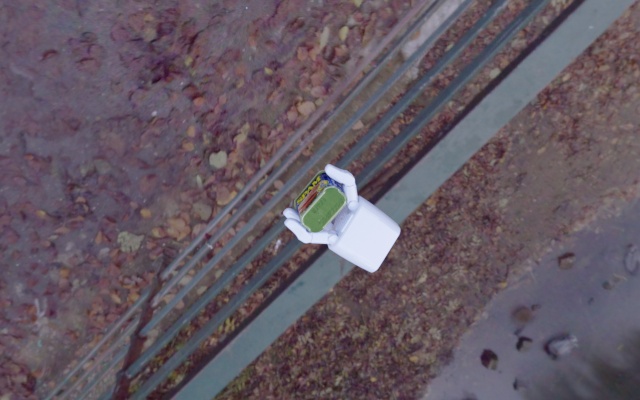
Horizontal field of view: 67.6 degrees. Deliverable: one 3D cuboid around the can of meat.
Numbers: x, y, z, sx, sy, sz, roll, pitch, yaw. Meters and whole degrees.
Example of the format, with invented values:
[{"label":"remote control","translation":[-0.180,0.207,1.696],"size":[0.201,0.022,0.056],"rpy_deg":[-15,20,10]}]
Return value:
[{"label":"can of meat","translation":[0.000,0.003,0.898],"size":[0.057,0.102,0.084],"rpy_deg":[37,12,-21]}]
